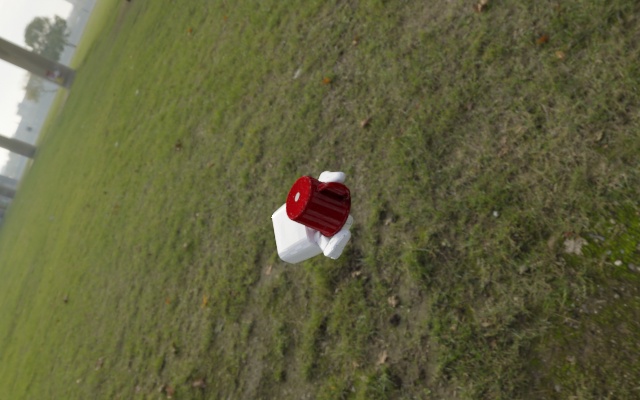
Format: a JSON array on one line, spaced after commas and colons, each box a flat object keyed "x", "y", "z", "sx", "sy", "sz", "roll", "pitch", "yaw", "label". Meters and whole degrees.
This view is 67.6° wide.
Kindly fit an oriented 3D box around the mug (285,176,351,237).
[{"x": 0.001, "y": 0.002, "z": 0.816, "sx": 0.081, "sy": 0.093, "sz": 0.117, "roll": 22, "pitch": -37, "yaw": -30, "label": "mug"}]
